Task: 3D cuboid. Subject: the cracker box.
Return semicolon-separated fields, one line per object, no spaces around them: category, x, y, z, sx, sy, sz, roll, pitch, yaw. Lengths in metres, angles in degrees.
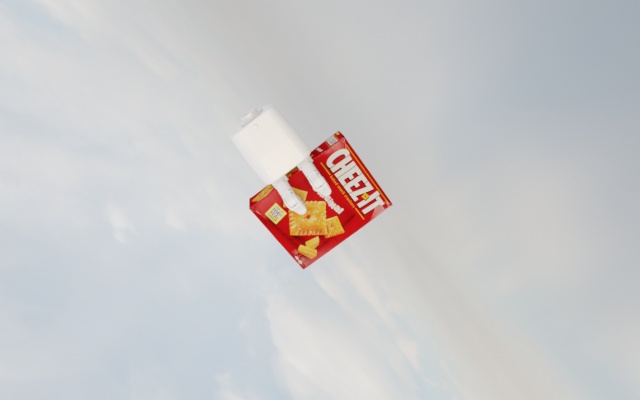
cracker box;0.000;0.003;0.888;0.214;0.164;0.072;-36;19;5
